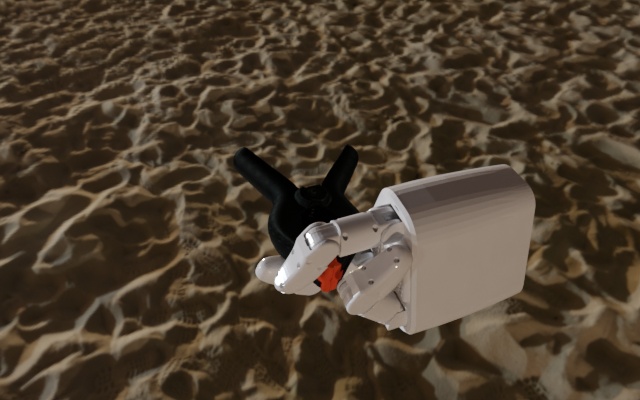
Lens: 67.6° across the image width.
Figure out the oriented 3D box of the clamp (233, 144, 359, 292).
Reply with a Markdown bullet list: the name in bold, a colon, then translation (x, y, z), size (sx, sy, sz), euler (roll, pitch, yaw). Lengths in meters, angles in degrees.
- **clamp**: translation (0.000, 0.001, 0.415), size (0.120, 0.039, 0.171), euler (-14, 47, -15)
